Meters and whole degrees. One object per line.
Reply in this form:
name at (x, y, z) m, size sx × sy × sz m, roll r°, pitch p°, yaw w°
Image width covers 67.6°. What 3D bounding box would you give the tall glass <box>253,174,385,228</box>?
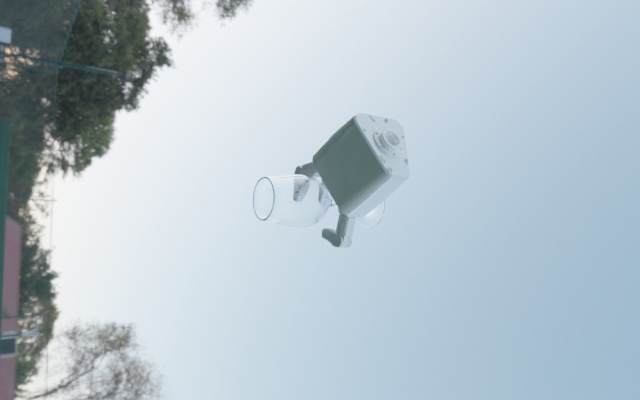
tall glass at (0.001, 0.003, 0.726) m, size 0.201 × 0.079 × 0.079 m, roll 3°, pitch -2°, yaw -35°
